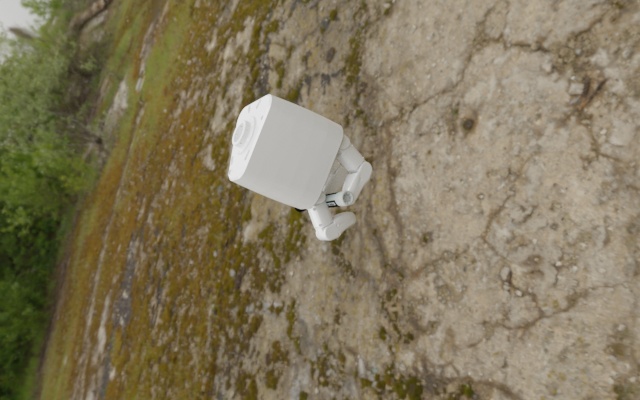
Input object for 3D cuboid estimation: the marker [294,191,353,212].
[{"bbox_3d":[0.000,0.002,0.636,0.020,0.020,0.121,0,-5,-34],"label":"marker"}]
